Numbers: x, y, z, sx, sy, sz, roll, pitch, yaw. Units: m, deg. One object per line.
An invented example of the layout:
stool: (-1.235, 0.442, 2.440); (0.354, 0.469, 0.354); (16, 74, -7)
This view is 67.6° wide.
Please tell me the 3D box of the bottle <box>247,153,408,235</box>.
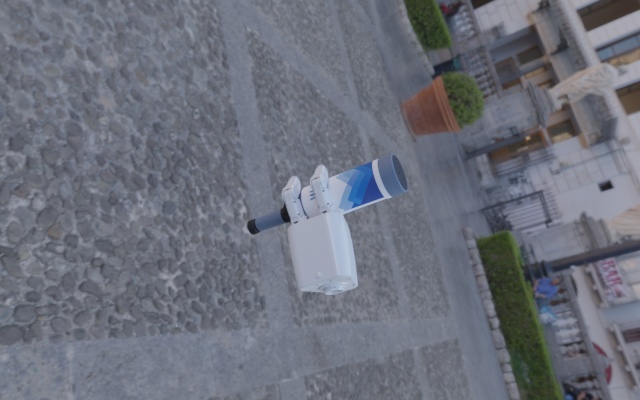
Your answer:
bottle: (0.000, 0.003, 0.824); (0.296, 0.069, 0.069); (-20, -8, 22)
